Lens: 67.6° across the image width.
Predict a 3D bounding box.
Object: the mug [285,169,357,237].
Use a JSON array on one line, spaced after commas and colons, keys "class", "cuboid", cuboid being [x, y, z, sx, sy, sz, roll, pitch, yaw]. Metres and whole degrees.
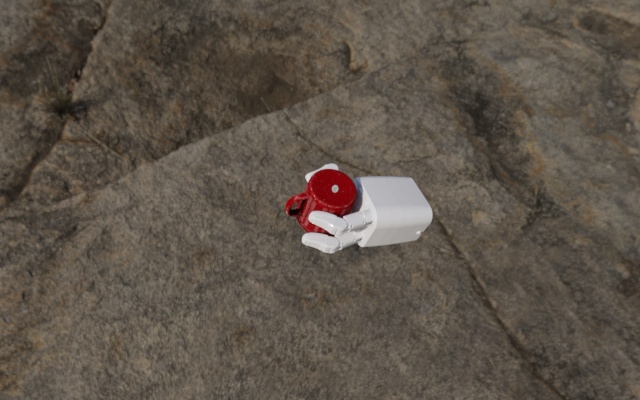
[{"class": "mug", "cuboid": [-0.001, 0.002, 0.781, 0.117, 0.093, 0.081, -4, -33, -19]}]
